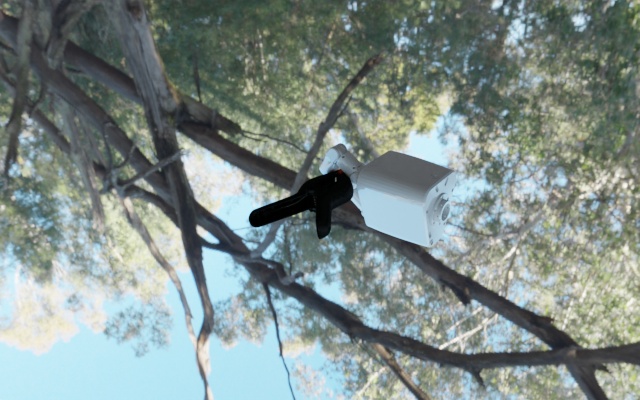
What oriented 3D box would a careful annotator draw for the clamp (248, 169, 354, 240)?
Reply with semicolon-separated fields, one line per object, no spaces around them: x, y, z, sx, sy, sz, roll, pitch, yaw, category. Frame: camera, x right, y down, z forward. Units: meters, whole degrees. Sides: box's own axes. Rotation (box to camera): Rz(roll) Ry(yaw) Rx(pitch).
0.000;0.003;0.647;0.120;0.039;0.171;19;39;36;clamp
